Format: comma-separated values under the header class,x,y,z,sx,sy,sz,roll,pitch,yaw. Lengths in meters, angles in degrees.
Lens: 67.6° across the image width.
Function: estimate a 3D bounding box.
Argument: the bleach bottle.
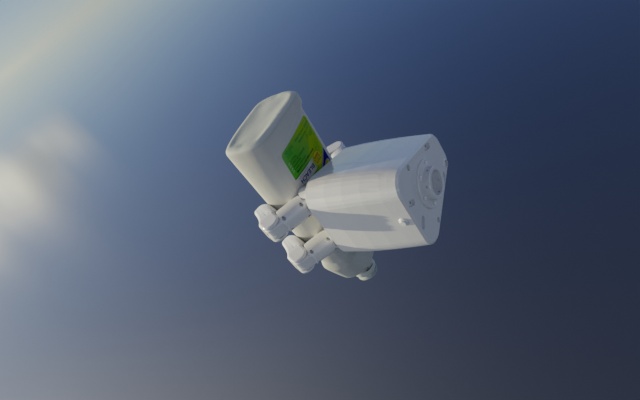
class,x,y,z,sx,sy,sz,roll,pitch,yaw
bleach bottle,0.000,0.002,0.562,0.068,0.102,0.251,-8,-47,39
